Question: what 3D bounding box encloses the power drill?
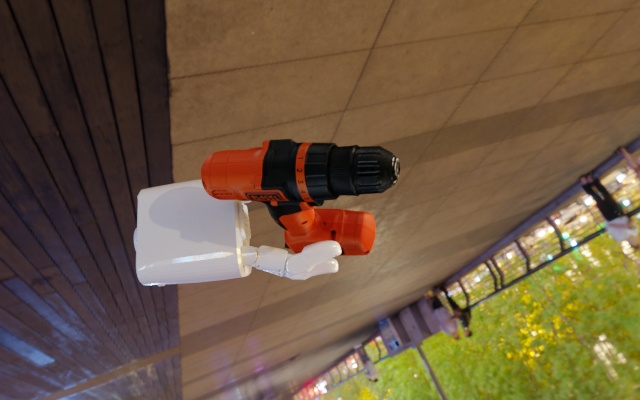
[{"bbox_3d":[0.000,0.002,0.483,0.184,0.057,0.188,1,-25,21],"label":"power drill"}]
